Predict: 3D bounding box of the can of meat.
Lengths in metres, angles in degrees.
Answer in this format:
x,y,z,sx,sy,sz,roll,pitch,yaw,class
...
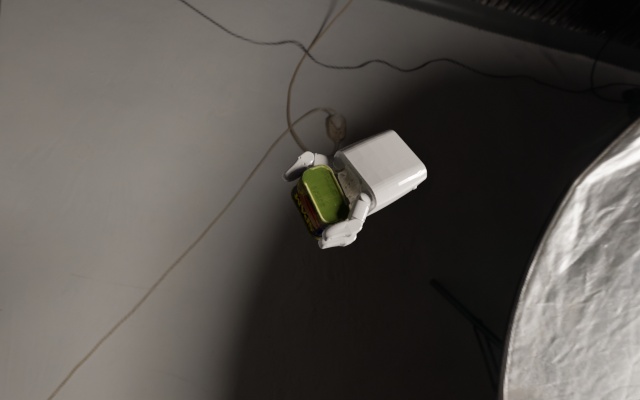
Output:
x,y,z,sx,sy,sz,roll,pitch,yaw,class
0.000,0.002,0.758,0.057,0.102,0.084,-23,-11,-19,can of meat
